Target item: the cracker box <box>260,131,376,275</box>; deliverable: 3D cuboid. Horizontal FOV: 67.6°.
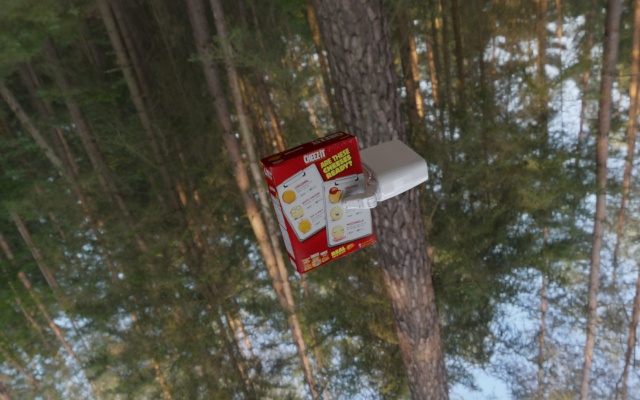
[{"bbox_3d":[0.000,0.003,0.862,0.164,0.214,0.072,-22,24,-18],"label":"cracker box"}]
